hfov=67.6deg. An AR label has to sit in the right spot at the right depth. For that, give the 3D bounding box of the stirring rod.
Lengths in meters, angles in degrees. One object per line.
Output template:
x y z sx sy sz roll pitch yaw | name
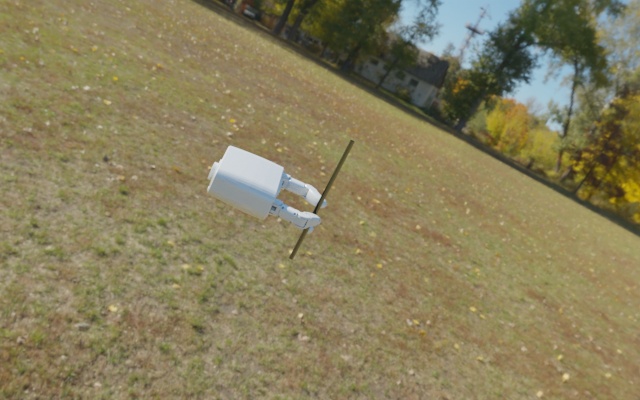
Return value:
0.000 0.003 0.831 0.011 0.239 0.011 25 17 -8 | stirring rod
